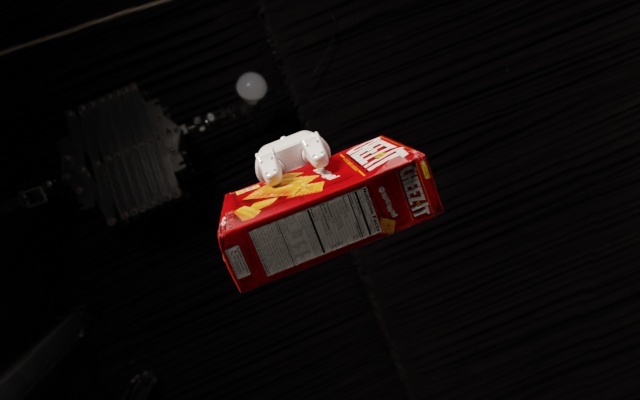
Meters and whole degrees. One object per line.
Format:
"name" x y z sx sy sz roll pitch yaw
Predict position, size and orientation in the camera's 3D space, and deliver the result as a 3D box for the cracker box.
"cracker box" 0.000 0.002 0.524 0.213 0.072 0.164 -22 16 -2
